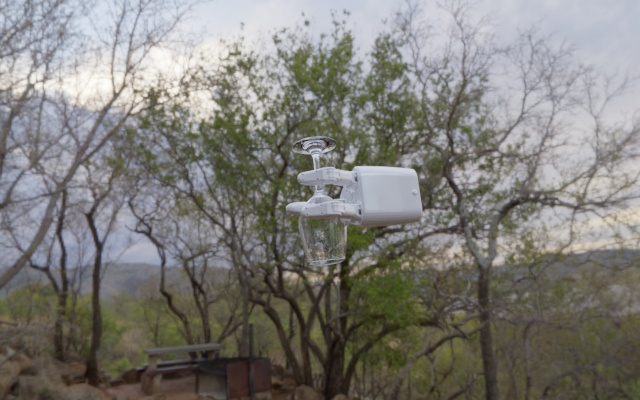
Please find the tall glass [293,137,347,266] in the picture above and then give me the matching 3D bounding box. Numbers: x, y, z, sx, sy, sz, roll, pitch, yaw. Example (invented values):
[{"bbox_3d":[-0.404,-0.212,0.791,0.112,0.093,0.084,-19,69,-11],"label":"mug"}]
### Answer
[{"bbox_3d":[0.000,0.002,0.781,0.079,0.201,0.079,-5,-14,-1],"label":"tall glass"}]
